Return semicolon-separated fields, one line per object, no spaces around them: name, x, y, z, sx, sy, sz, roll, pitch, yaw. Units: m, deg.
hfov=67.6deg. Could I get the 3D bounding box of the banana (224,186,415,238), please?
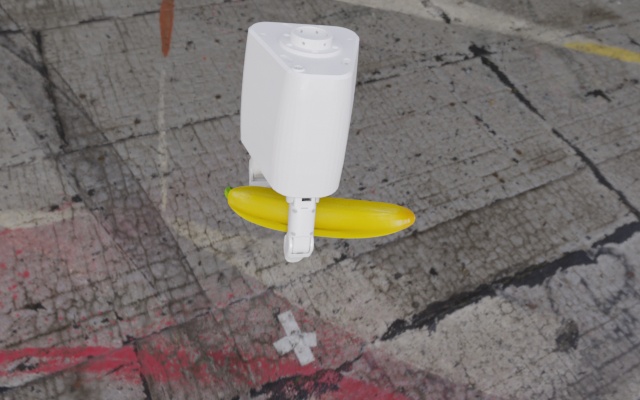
banana;-0.006;0.008;0.459;0.198;0.037;0.069;10;25;6
